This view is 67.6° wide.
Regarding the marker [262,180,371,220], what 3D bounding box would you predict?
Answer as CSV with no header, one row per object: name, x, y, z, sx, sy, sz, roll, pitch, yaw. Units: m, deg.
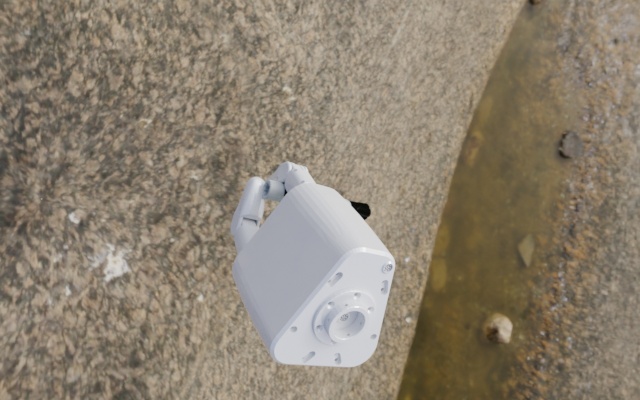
marker,0.000,0.002,0.477,0.121,0.020,0.020,13,-7,-30
